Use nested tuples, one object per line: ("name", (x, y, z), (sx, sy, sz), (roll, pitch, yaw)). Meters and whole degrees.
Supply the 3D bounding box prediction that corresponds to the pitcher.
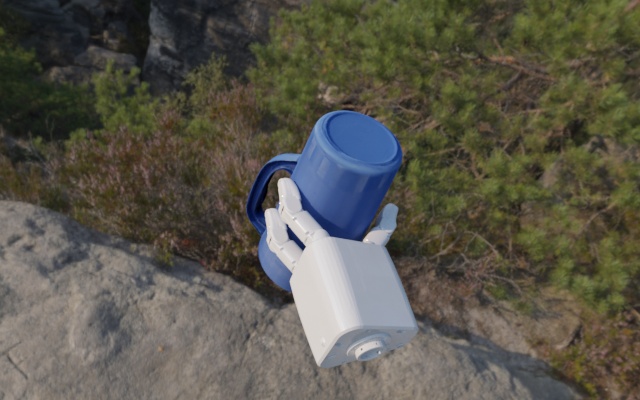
("pitcher", (0.000, 0.002, 0.621), (0.149, 0.145, 0.243), (1, -42, -23))
